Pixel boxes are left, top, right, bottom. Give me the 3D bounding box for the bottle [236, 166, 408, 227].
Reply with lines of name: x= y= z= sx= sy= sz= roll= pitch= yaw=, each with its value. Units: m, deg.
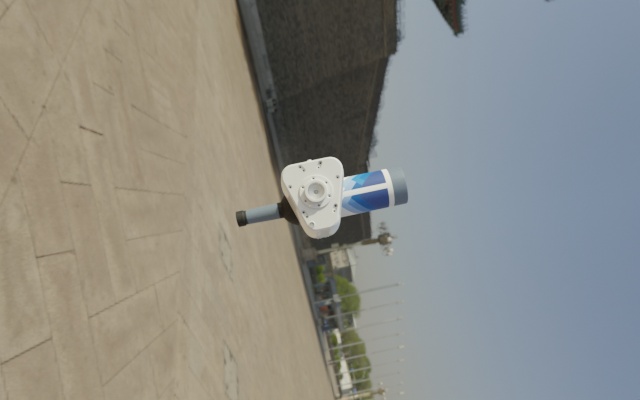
bottle: x=0.000 y=0.003 z=0.831 sx=0.296 sy=0.069 sz=0.069 roll=-12 pitch=0 yaw=-2
